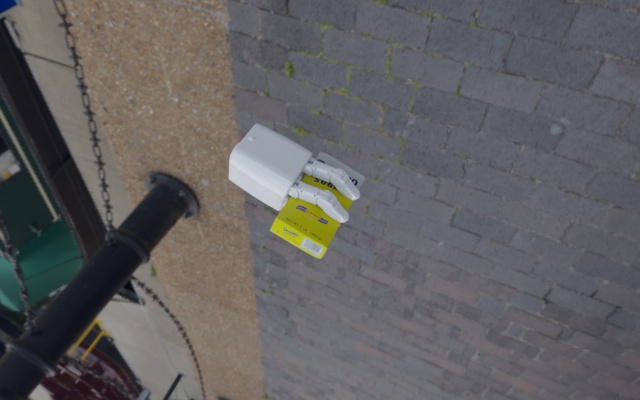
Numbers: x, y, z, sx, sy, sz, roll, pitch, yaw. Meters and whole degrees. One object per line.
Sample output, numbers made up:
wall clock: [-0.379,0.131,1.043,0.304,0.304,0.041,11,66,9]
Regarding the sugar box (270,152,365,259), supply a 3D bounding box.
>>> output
sugar box: [0.000,0.002,0.786,0.093,0.176,0.048,31,-38,-1]
